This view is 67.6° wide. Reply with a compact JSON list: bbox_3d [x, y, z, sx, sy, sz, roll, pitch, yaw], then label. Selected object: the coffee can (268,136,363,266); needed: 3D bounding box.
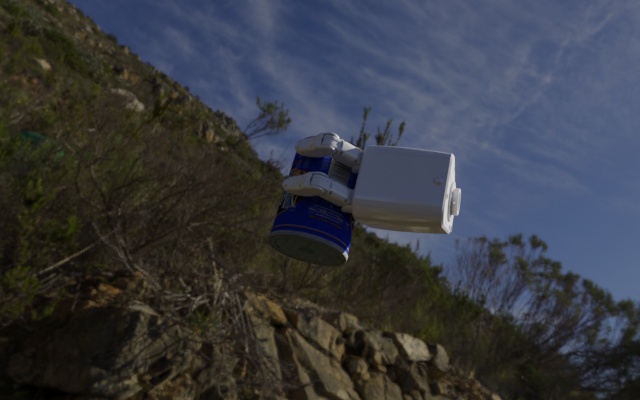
[{"bbox_3d":[0.000,0.002,0.623,0.103,0.140,0.103,13,-23,6],"label":"coffee can"}]
